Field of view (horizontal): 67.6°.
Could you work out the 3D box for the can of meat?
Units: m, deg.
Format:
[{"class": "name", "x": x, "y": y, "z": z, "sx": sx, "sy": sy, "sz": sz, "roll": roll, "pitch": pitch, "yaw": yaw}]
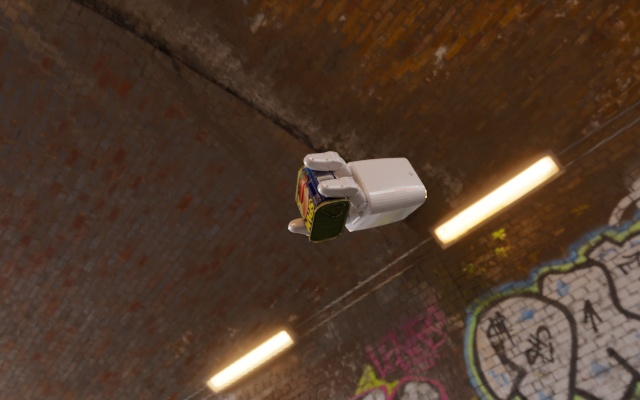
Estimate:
[{"class": "can of meat", "x": 0.000, "y": 0.002, "z": 0.738, "sx": 0.057, "sy": 0.084, "sz": 0.102, "roll": -12, "pitch": -36, "yaw": -17}]
